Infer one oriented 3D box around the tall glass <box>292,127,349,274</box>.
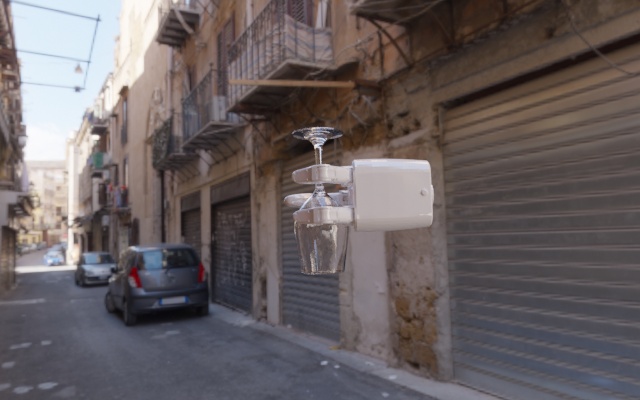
[{"bbox_3d":[0.000,0.002,0.682,0.079,0.201,0.079,-2,-4,0],"label":"tall glass"}]
